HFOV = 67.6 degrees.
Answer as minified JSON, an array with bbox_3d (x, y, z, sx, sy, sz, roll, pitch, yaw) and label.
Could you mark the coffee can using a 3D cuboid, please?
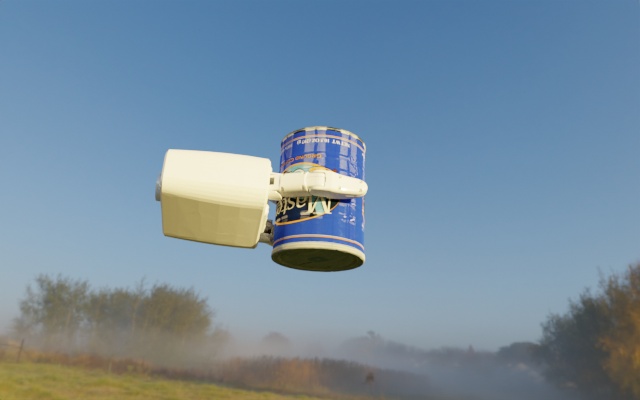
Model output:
[{"bbox_3d":[0.000,0.002,0.548,0.103,0.140,0.103,2,-22,1],"label":"coffee can"}]
